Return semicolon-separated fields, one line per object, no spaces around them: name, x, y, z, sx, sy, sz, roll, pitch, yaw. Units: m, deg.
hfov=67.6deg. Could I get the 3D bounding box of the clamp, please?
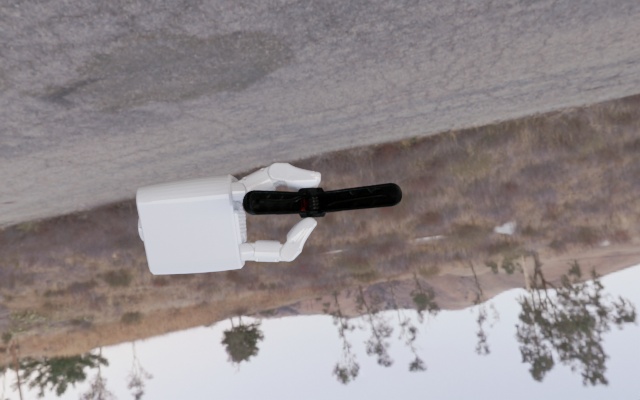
clamp;0.000;0.003;0.573;0.164;0.036;0.210;-3;-2;-3
